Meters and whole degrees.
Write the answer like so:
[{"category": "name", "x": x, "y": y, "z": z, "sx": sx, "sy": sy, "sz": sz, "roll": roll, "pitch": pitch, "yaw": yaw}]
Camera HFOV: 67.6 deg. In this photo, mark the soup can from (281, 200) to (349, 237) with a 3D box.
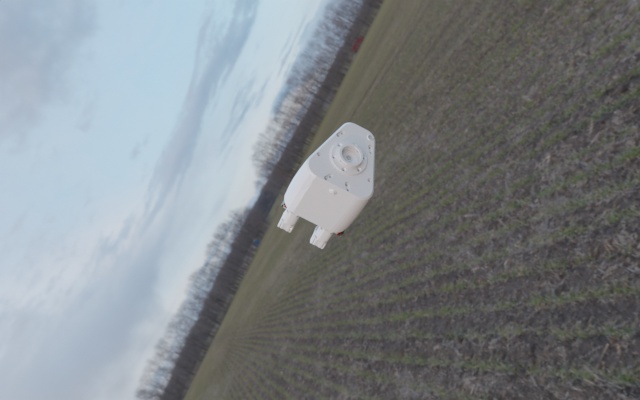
[{"category": "soup can", "x": 0.000, "y": 0.002, "z": 0.724, "sx": 0.102, "sy": 0.068, "sz": 0.068, "roll": 27, "pitch": -3, "yaw": -5}]
